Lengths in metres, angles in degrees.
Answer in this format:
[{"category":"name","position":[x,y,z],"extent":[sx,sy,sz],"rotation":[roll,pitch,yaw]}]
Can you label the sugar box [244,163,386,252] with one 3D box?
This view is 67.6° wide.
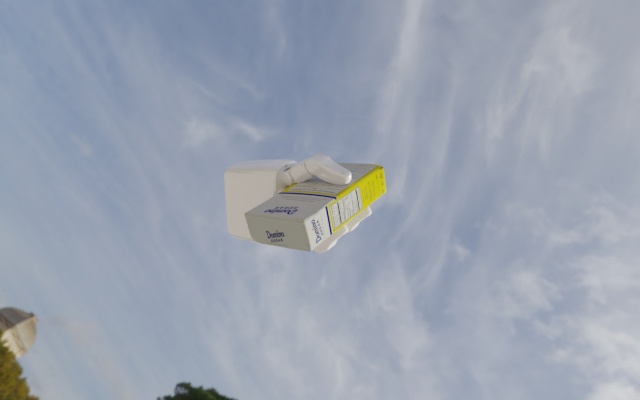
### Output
[{"category":"sugar box","position":[0.000,0.002,0.599],"extent":[0.093,0.048,0.176],"rotation":[5,29,38]}]
